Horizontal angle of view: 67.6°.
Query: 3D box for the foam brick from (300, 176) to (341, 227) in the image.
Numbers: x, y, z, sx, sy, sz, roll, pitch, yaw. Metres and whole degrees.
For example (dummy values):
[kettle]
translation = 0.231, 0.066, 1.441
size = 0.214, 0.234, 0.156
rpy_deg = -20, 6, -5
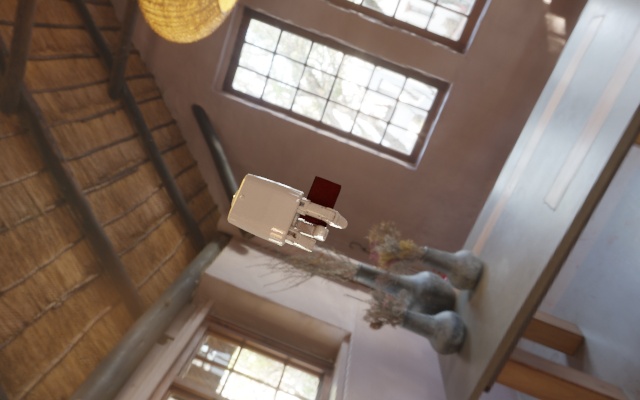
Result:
[foam brick]
translation = 0.000, 0.003, 0.866
size = 0.051, 0.078, 0.053
rpy_deg = 21, -11, 3
